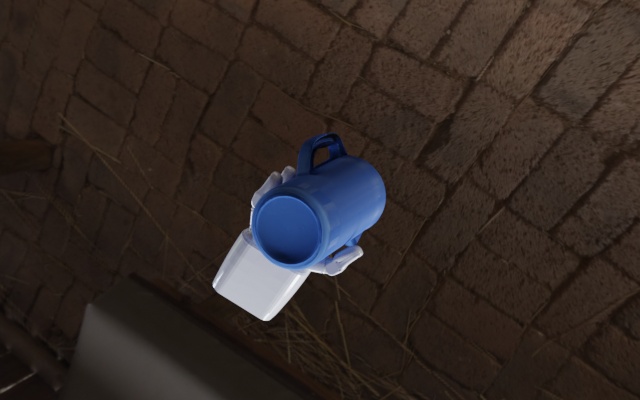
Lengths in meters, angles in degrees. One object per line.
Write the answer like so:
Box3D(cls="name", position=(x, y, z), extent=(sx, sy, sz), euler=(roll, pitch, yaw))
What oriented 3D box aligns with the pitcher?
Box3D(cls="pitcher", position=(0.000, 0.002, 0.687), extent=(0.149, 0.145, 0.243), euler=(40, 22, 9))
